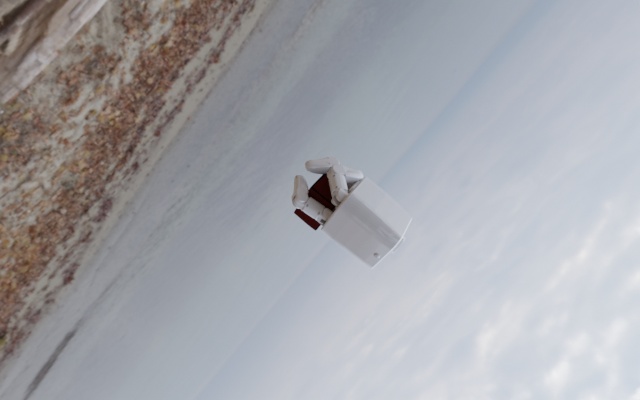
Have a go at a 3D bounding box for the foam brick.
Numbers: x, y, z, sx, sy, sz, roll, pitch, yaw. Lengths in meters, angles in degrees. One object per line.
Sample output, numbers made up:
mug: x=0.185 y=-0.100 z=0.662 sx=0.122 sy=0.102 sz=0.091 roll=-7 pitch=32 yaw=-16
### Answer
foam brick: x=0.000 y=0.003 z=0.809 sx=0.053 sy=0.051 sz=0.078 roll=-48 pitch=-4 yaw=-44
